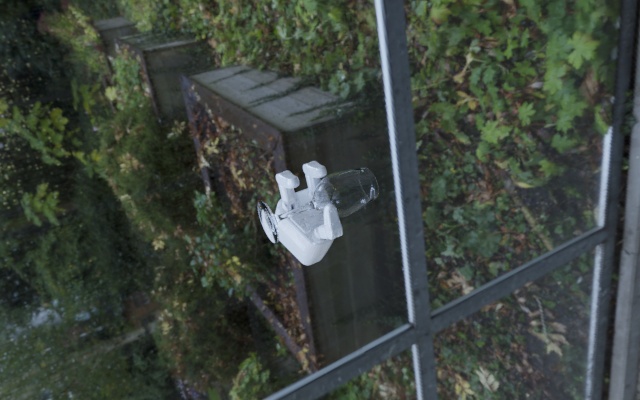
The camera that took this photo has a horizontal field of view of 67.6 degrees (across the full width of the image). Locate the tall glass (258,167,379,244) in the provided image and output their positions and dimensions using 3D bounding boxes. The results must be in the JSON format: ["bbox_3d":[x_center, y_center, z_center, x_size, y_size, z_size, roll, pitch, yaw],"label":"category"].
[{"bbox_3d":[0.000,0.003,0.811,0.201,0.079,0.079,-21,8,-23],"label":"tall glass"}]
